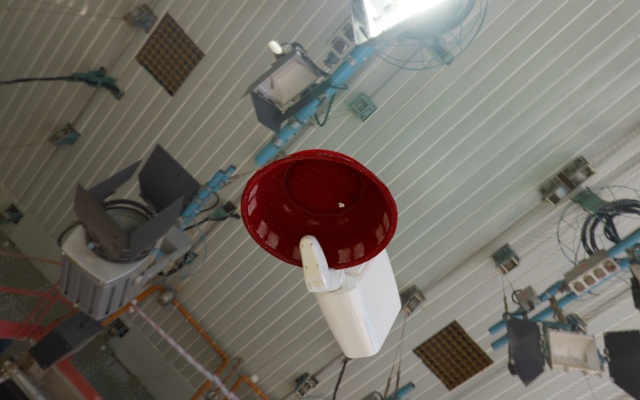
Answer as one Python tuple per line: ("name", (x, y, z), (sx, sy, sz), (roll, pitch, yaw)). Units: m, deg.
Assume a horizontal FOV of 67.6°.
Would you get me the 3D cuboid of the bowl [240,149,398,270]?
("bowl", (0.000, 0.000, 0.506), (0.162, 0.162, 0.055), (0, 41, 8))
